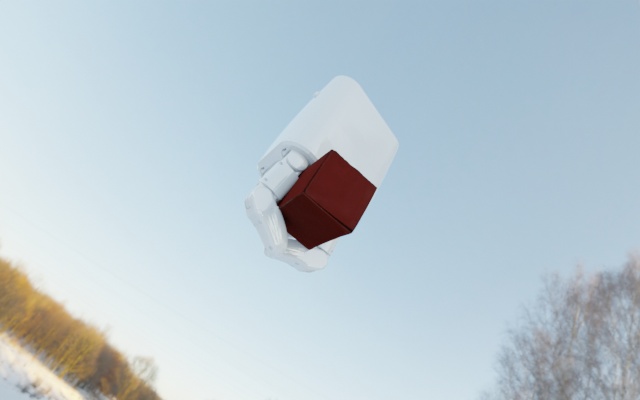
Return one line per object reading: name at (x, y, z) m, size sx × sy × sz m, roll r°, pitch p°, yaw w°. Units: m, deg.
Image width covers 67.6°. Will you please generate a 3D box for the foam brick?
foam brick at (0.000, 0.001, 0.410) m, size 0.053 × 0.051 × 0.078 m, roll 41°, pitch -30°, yaw -12°
